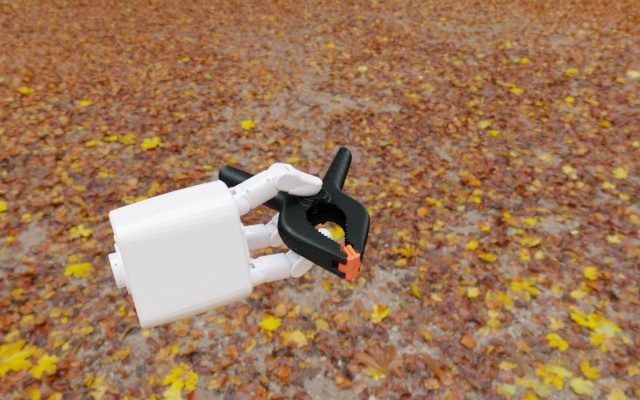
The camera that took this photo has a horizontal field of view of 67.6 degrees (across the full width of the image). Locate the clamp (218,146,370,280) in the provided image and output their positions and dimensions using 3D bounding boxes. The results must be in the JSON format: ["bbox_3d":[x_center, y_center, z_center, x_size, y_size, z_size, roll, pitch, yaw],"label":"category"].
[{"bbox_3d":[0.000,0.001,0.511,0.164,0.036,0.210,-17,39,-23],"label":"clamp"}]
